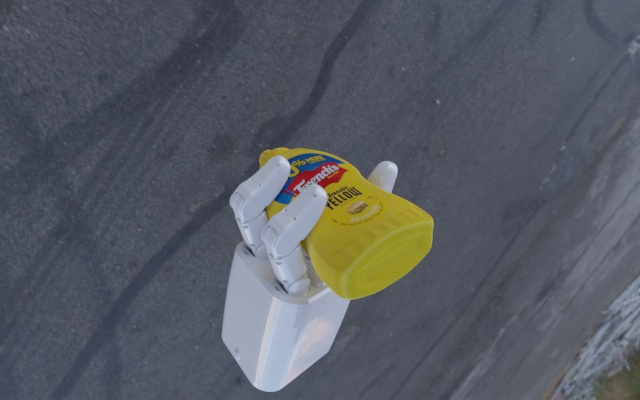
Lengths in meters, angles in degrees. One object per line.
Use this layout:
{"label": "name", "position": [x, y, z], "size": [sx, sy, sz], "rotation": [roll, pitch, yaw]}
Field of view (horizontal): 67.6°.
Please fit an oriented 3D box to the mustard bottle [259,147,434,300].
{"label": "mustard bottle", "position": [0.000, 0.001, 0.422], "size": [0.096, 0.058, 0.191], "rotation": [-28, 43, -24]}
